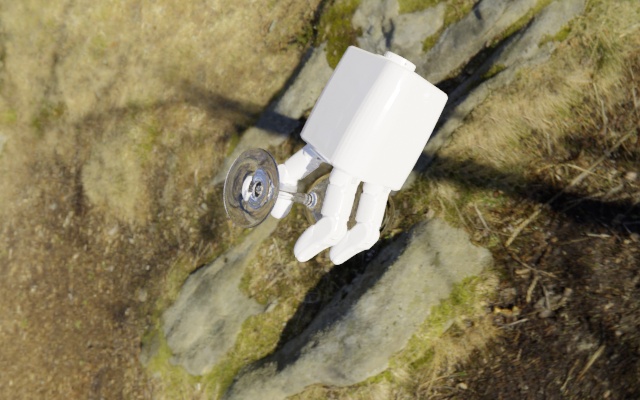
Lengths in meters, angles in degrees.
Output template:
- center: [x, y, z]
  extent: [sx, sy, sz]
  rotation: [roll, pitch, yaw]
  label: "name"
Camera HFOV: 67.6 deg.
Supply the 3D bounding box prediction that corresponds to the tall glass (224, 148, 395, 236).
- center: [0.000, 0.002, 0.507]
  extent: [0.079, 0.079, 0.201]
  rotation: [0, -8, 40]
  label: "tall glass"
